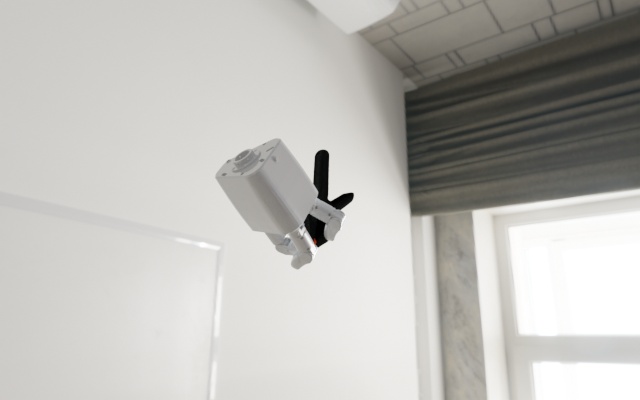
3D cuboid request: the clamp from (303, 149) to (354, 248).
[{"bbox_3d":[0.000,0.003,0.773,0.039,0.120,0.171,-12,34,35],"label":"clamp"}]
